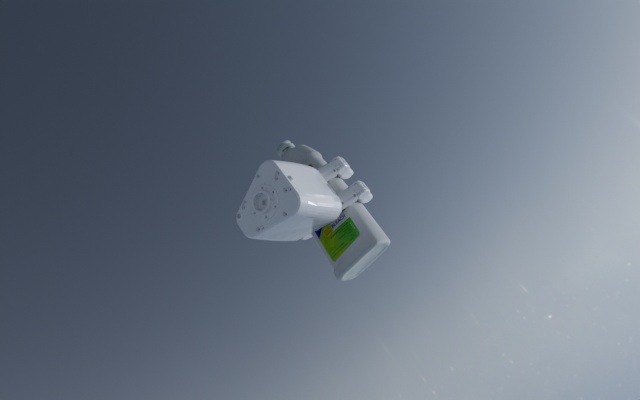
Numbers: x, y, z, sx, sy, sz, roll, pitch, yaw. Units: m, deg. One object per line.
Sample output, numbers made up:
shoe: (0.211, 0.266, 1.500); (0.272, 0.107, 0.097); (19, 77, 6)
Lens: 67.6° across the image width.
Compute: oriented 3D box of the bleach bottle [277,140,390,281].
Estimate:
bleach bottle: (0.000, 0.003, 0.780); (0.102, 0.250, 0.068); (-47, -26, 20)
